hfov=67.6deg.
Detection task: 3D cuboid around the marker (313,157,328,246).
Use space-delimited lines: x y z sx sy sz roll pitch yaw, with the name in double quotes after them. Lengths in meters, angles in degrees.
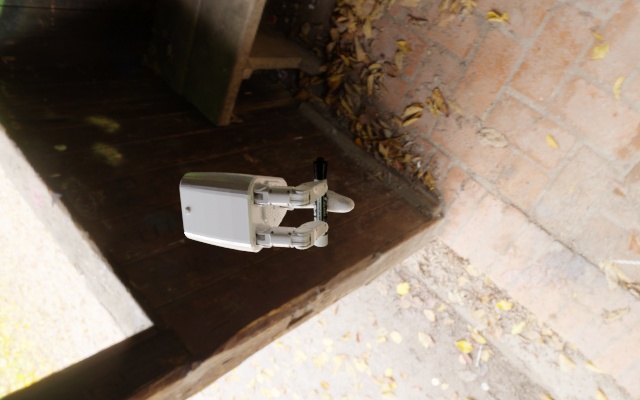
0.000 0.002 0.636 0.020 0.121 0.020 0 18 0 "marker"
